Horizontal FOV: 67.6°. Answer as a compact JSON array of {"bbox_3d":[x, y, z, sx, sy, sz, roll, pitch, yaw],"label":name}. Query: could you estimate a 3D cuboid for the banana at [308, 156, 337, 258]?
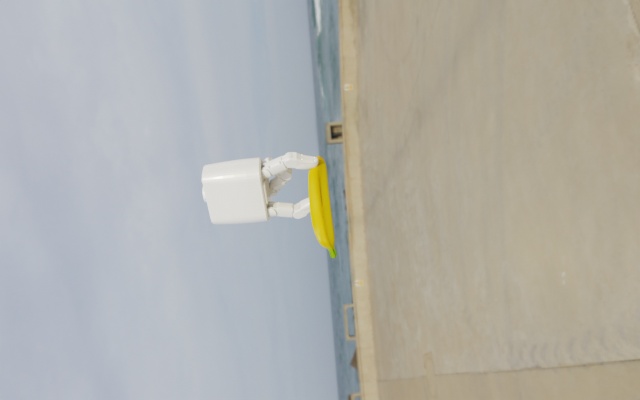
[{"bbox_3d":[-0.001,-0.001,0.837,0.037,0.197,0.070,-7,-22,2],"label":"banana"}]
